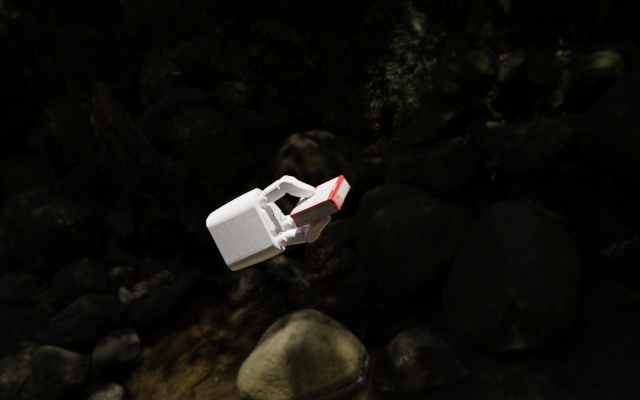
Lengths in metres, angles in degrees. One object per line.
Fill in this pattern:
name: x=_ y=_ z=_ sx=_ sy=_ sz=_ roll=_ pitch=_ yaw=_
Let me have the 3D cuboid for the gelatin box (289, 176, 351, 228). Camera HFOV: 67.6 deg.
gelatin box: x=0.000 y=0.002 z=0.795 sx=0.089 sy=0.030 sz=0.073 roll=-24 pitch=21 yaw=32
